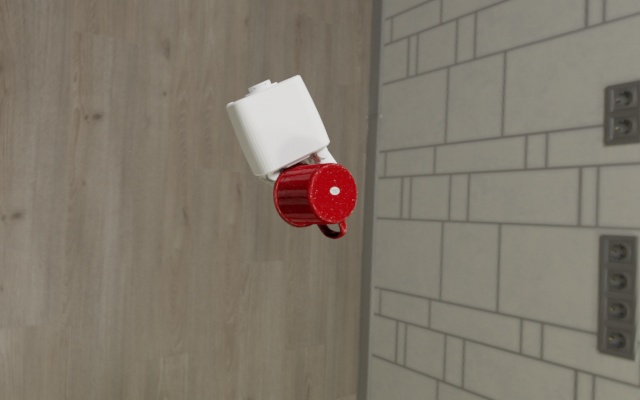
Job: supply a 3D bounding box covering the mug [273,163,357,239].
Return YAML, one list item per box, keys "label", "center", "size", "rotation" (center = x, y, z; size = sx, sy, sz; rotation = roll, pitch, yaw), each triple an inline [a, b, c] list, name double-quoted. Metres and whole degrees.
- label: "mug"
  center: [0.001, 0.003, 0.655]
  size: [0.093, 0.117, 0.081]
  rotation: [-33, 17, -32]
